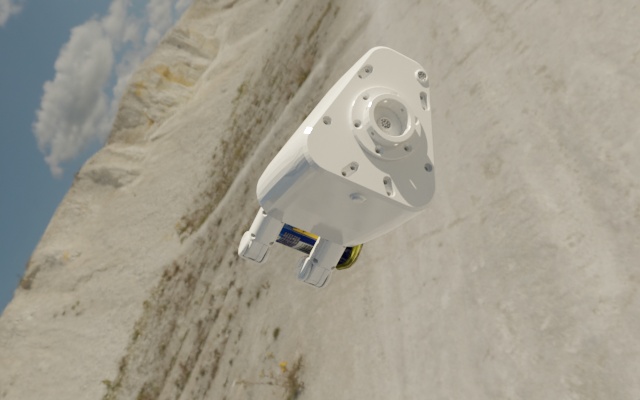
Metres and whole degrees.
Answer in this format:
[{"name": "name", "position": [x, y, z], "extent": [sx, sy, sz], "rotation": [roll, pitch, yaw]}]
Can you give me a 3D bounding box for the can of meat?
[{"name": "can of meat", "position": [0.000, 0.001, 0.439], "extent": [0.084, 0.102, 0.057], "rotation": [23, -18, -14]}]
